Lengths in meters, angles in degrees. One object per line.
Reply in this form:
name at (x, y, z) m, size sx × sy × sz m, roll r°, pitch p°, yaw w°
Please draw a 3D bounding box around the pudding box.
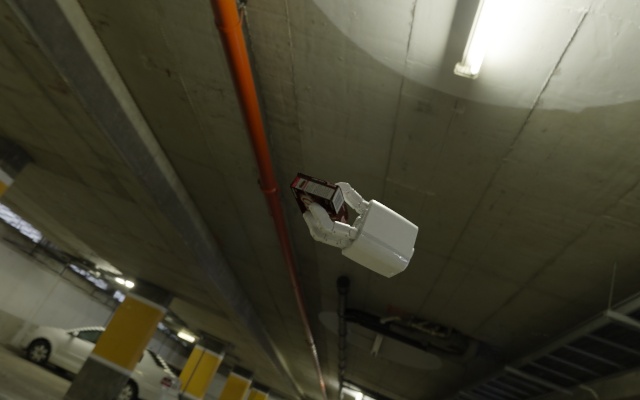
pudding box at (0.000, 0.003, 0.890) m, size 0.090 × 0.039 × 0.114 m, roll 19°, pitch -28°, yaw 23°
